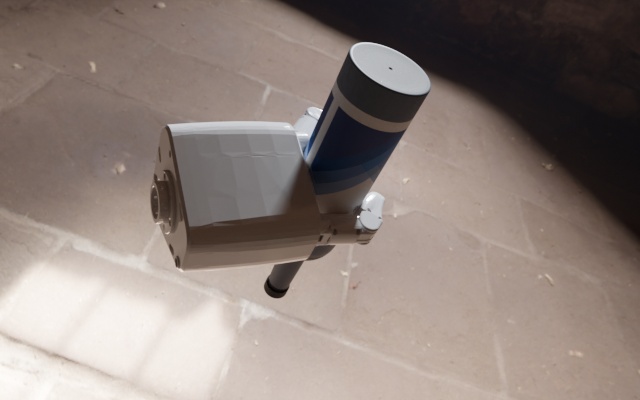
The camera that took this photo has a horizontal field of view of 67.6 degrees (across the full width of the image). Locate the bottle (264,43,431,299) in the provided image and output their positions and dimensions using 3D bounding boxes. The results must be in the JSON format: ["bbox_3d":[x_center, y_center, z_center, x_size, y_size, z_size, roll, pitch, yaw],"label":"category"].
[{"bbox_3d":[0.000,0.001,0.445,0.069,0.069,0.296,0,-42,-28],"label":"bottle"}]
